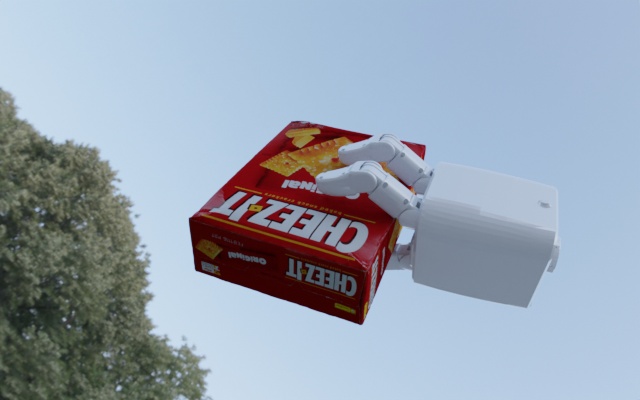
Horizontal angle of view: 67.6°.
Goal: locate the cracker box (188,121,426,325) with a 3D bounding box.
[{"bbox_3d":[0.000,0.002,0.474,0.164,0.072,0.213,14,37,17],"label":"cracker box"}]
